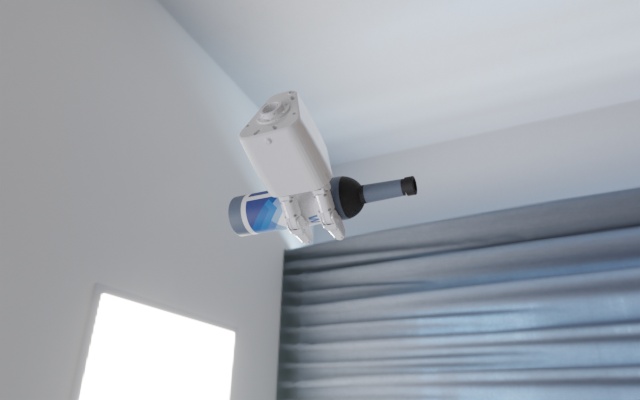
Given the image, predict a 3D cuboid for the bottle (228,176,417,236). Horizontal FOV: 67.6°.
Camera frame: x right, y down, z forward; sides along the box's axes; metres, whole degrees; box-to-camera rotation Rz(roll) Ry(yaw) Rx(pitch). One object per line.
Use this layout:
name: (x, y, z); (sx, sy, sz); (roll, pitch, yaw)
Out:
bottle: (0.000, 0.002, 0.732); (0.296, 0.069, 0.069); (-10, -4, 23)
